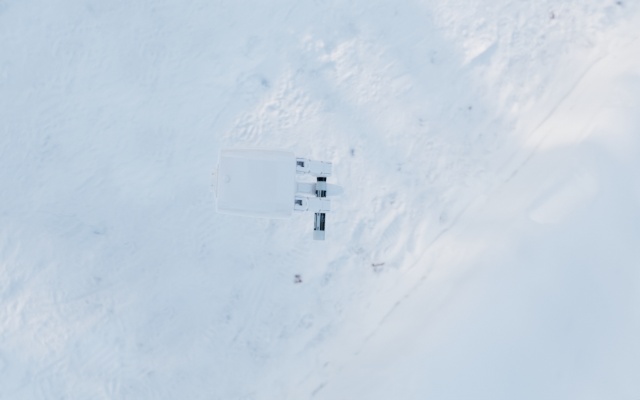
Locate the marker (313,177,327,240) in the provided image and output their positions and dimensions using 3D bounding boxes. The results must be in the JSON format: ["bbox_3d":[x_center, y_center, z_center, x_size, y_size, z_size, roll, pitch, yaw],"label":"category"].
[{"bbox_3d":[0.000,0.002,0.756,0.020,0.121,0.020,2,-3,0],"label":"marker"}]
